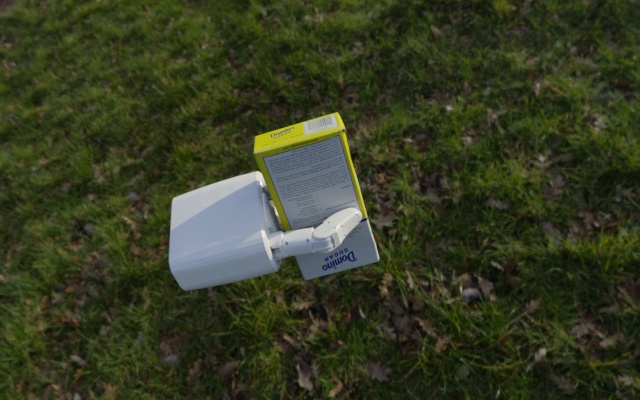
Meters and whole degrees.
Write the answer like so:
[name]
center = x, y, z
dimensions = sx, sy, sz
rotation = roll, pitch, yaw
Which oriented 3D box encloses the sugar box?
[sugar box]
center = 0.000, 0.001, 0.522
dimensions = 0.093, 0.176, 0.048
rotation = -15, 35, 4
